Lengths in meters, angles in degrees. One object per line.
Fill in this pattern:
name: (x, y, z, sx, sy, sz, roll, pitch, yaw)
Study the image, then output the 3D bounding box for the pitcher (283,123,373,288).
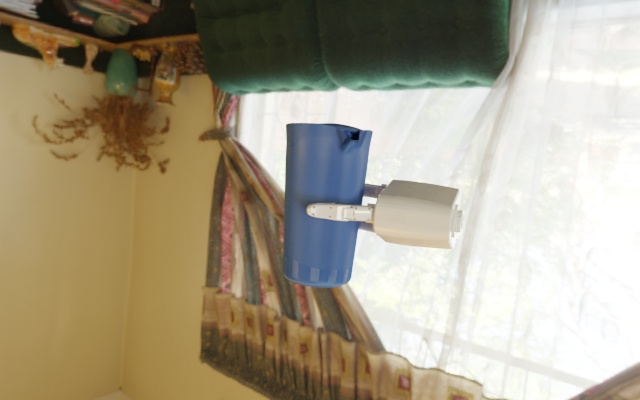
pitcher: (0.000, 0.002, 0.744, 0.145, 0.243, 0.149, 7, 4, 18)
